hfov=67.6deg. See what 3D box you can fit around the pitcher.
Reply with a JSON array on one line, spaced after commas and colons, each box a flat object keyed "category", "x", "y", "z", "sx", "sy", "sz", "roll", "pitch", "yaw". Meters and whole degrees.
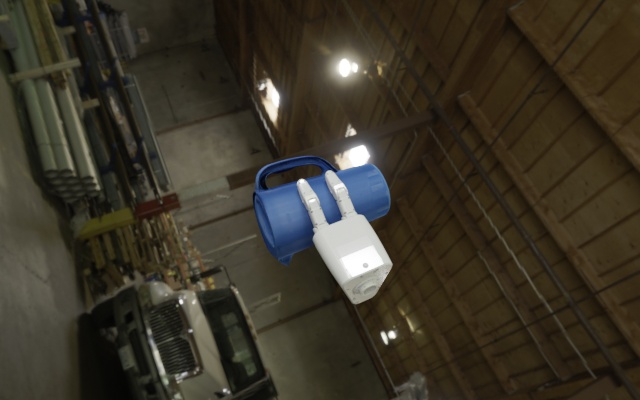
[{"category": "pitcher", "x": 0.000, "y": 0.003, "z": 0.893, "sx": 0.243, "sy": 0.145, "sz": 0.149, "roll": -19, "pitch": -35, "yaw": -16}]
